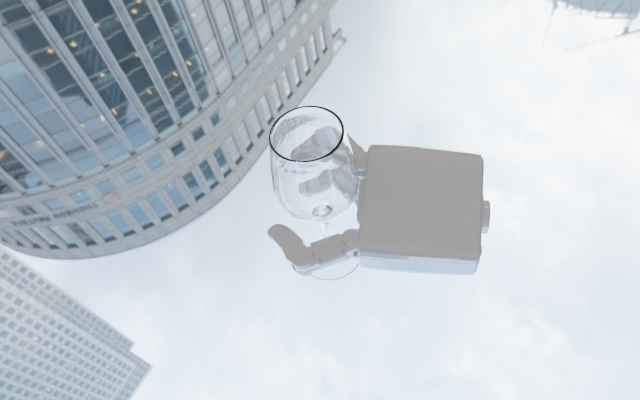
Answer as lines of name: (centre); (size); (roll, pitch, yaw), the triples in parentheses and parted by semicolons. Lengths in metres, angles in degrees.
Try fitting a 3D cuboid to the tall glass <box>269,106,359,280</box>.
tall glass: (0.000, 0.002, 0.464); (0.079, 0.079, 0.201); (0, -34, 8)
